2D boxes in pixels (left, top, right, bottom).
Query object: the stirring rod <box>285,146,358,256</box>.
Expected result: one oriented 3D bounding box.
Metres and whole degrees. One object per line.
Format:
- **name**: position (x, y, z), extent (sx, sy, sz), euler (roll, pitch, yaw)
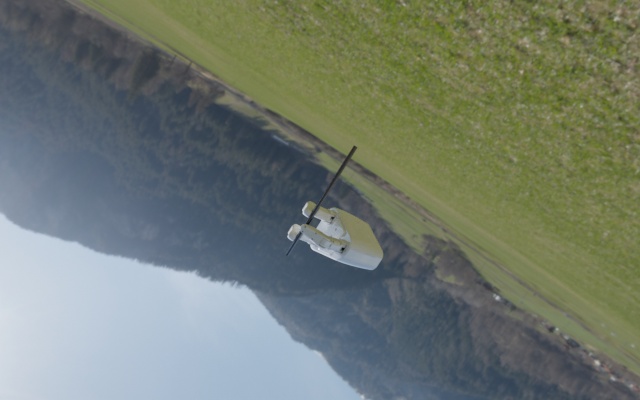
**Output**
- **stirring rod**: position (0.000, 0.003, 0.879), extent (0.011, 0.239, 0.011), euler (31, 10, -6)
